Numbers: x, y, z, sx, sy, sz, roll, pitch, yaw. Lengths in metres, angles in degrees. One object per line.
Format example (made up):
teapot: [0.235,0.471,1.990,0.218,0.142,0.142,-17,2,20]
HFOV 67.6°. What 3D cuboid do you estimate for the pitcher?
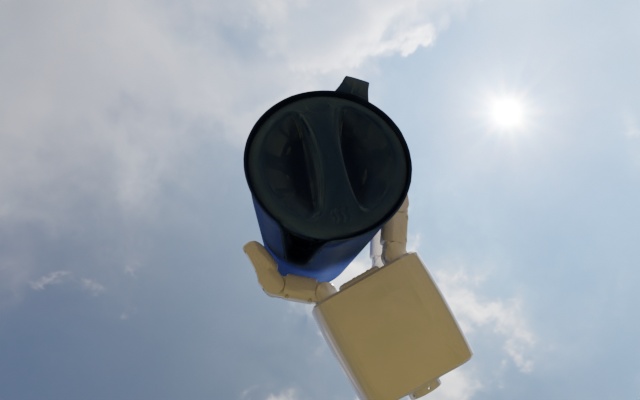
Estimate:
pitcher: [0.000,0.002,0.484,0.149,0.145,0.243,-26,-17,-15]
